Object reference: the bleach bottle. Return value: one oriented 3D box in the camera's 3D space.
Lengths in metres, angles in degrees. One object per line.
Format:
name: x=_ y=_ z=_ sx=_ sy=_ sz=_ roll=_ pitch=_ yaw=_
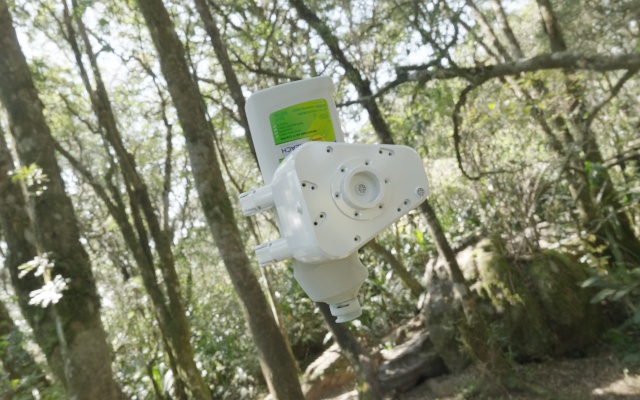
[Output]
bleach bottle: x=0.000 y=0.002 z=0.510 sx=0.102 sy=0.251 sz=0.068 roll=-17 pitch=-3 yaw=-14
